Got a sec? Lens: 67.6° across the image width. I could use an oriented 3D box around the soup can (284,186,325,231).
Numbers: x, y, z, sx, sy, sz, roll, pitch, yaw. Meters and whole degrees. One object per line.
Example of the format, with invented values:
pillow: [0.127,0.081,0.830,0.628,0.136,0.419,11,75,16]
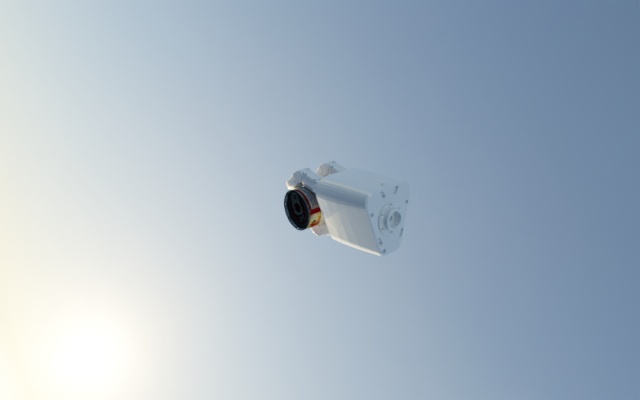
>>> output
soup can: [0.000,0.002,0.789,0.102,0.068,0.068,-19,11,-35]
